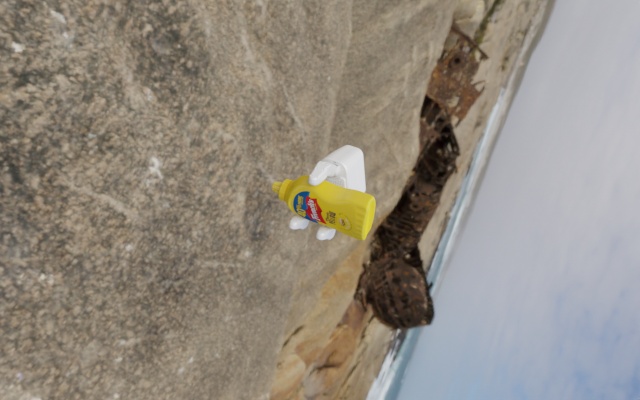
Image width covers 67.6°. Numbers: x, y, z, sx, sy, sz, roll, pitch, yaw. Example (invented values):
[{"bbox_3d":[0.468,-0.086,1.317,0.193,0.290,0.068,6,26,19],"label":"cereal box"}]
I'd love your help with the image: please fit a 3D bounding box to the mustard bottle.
[{"bbox_3d":[0.000,0.003,0.858,0.191,0.058,0.096,20,-37,17],"label":"mustard bottle"}]
